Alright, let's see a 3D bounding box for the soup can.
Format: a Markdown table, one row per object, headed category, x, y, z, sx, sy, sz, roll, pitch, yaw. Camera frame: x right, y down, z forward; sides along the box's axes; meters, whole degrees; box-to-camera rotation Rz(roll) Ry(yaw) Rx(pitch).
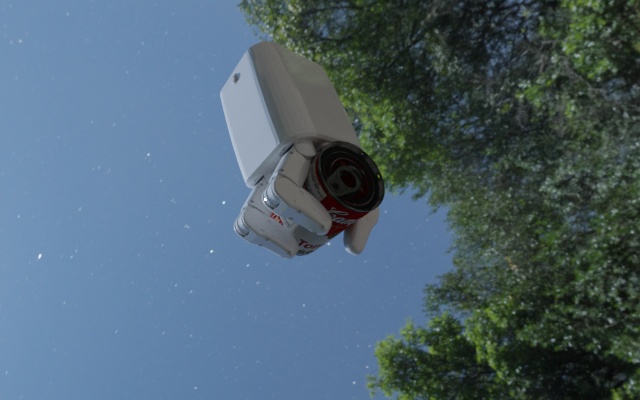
| category | x | y | z | sx | sy | sz | roll | pitch | yaw |
| --- | --- | --- | --- | --- | --- | --- | --- | --- | --- |
| soup can | 0.000 | 0.002 | 0.435 | 0.068 | 0.068 | 0.102 | 0 | -27 | -37 |
